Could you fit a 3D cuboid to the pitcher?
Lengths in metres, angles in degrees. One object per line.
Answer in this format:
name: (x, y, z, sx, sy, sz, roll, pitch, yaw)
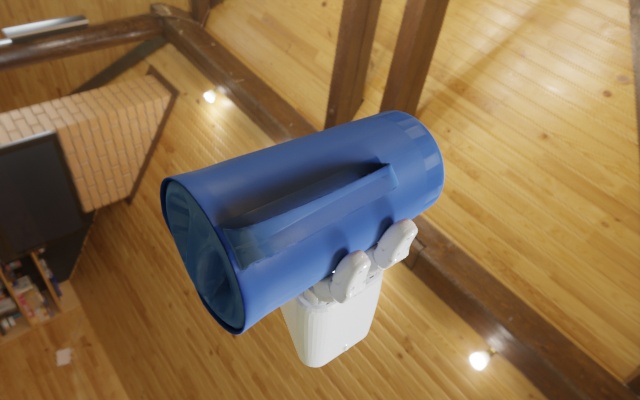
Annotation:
pitcher: (0.000, 0.001, 0.418, 0.243, 0.145, 0.149, -26, 48, -30)
